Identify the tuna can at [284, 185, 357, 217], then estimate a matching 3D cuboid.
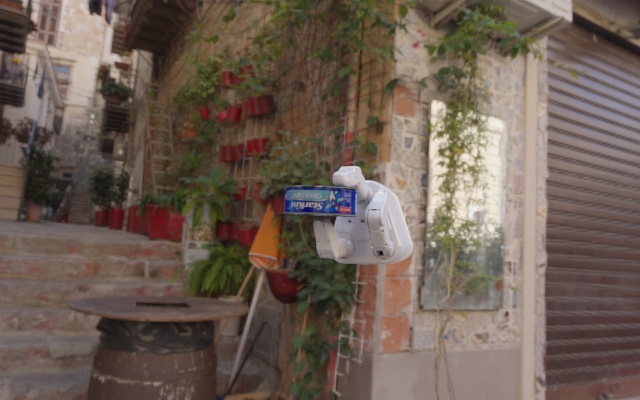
[{"bbox_3d":[0.000,0.001,0.563,0.086,0.034,0.086,2,-2,0],"label":"tuna can"}]
